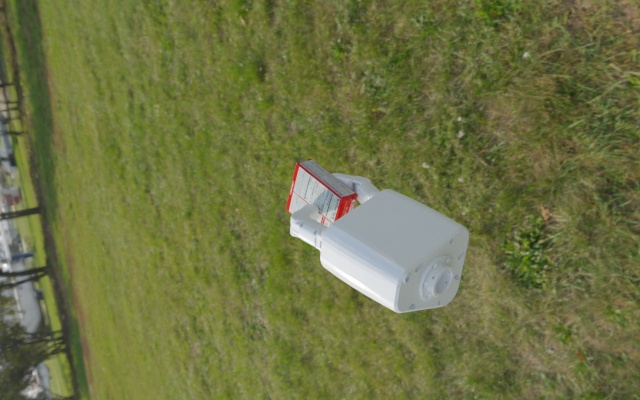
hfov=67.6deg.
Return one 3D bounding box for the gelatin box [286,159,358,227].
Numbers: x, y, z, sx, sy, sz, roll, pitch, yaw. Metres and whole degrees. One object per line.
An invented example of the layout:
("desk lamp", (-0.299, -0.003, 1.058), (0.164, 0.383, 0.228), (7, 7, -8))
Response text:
("gelatin box", (0.000, 0.002, 0.595), (0.030, 0.073, 0.089), (-19, 45, -41))
